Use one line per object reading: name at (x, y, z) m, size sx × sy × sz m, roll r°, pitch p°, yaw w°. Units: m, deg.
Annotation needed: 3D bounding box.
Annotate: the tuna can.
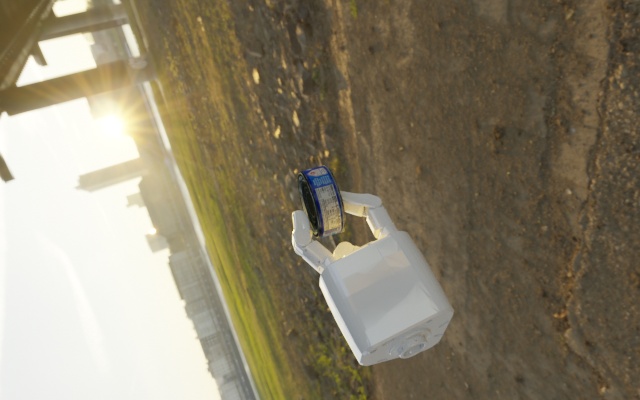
tuna can at (0.000, 0.002, 0.582) m, size 0.034 × 0.086 × 0.086 m, roll -15°, pitch 3°, yaw -12°
